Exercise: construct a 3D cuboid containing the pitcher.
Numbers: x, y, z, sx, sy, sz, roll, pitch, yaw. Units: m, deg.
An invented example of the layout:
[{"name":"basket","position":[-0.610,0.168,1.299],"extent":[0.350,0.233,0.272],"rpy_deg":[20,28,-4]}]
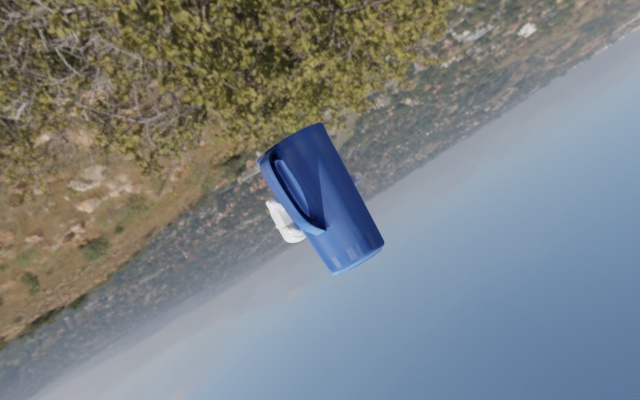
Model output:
[{"name":"pitcher","position":[0.000,0.003,0.810],"extent":[0.149,0.243,0.145],"rpy_deg":[-30,-3,-16]}]
